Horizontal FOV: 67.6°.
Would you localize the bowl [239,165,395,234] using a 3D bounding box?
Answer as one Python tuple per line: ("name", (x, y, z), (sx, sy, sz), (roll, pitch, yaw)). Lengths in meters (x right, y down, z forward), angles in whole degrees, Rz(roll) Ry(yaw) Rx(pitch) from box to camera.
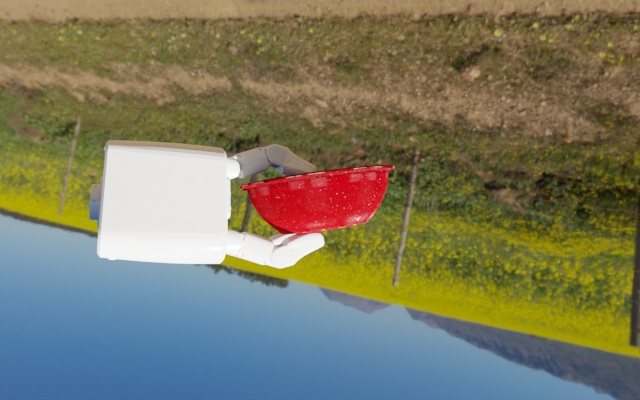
("bowl", (0.001, 0.002, 0.498), (0.162, 0.055, 0.162), (-8, 0, 0))
